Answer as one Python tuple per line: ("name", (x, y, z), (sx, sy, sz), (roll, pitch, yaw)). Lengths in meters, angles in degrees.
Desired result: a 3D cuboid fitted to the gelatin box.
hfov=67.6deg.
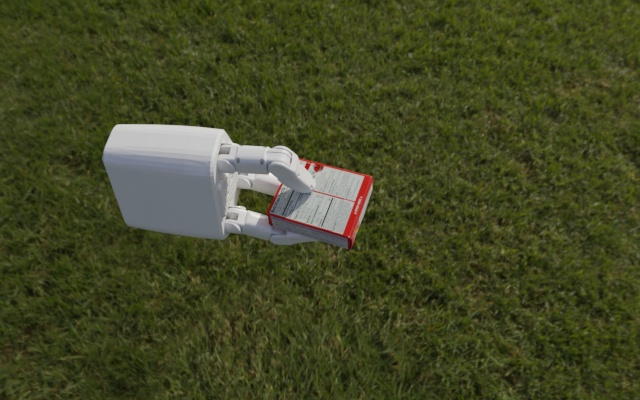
("gelatin box", (0.000, 0.001, 0.480), (0.089, 0.073, 0.030), (15, -29, 14))
